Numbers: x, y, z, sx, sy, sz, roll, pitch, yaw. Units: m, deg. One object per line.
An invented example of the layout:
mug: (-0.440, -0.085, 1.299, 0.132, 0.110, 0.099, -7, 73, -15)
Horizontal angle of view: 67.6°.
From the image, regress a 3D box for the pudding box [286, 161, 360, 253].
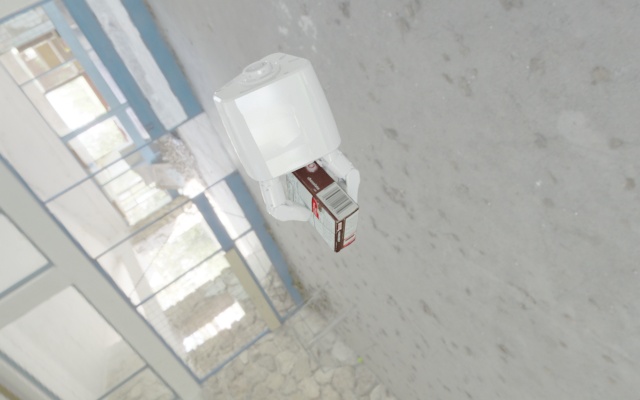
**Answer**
pudding box: (0.000, 0.002, 0.622, 0.039, 0.113, 0.090, -32, -26, -17)
